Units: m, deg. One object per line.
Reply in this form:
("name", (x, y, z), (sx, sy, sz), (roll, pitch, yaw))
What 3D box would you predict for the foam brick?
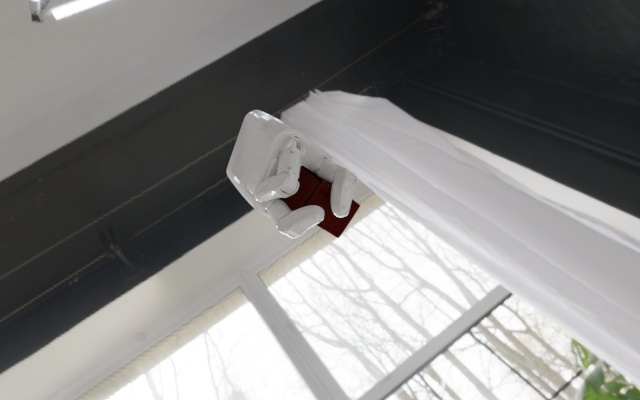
("foam brick", (0.000, 0.002, 0.597), (0.078, 0.053, 0.051), (33, 3, -40))
